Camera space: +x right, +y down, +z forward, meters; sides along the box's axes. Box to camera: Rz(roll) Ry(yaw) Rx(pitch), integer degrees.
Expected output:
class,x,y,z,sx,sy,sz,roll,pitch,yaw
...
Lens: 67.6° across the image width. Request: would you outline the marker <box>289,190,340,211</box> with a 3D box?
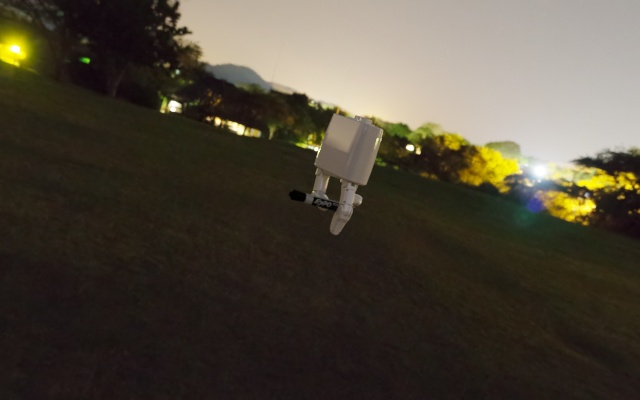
class,x,y,z,sx,sy,sz,roll,pitch,yaw
marker,0.000,0.003,0.847,0.121,0.020,0.020,15,-7,-25
